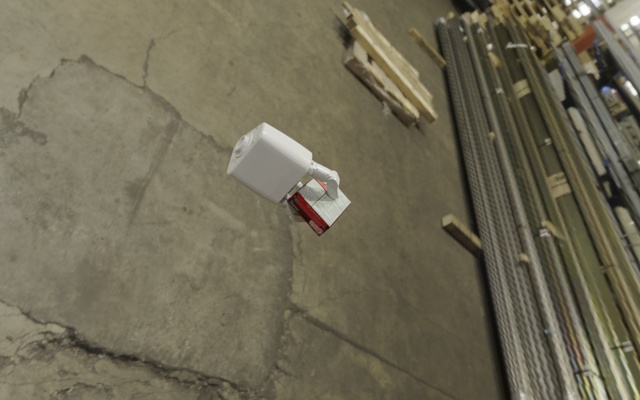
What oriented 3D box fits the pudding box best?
[{"bbox_3d":[0.000,0.003,0.898,0.039,0.090,0.113,-39,3,37],"label":"pudding box"}]
